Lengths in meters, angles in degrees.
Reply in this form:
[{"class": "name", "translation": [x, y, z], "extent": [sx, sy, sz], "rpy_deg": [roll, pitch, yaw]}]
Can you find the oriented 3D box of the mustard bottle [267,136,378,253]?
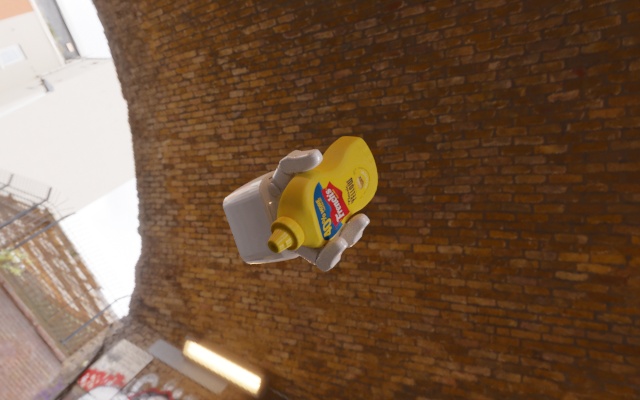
[{"class": "mustard bottle", "translation": [0.000, 0.002, 0.594], "extent": [0.058, 0.096, 0.191], "rpy_deg": [11, 39, 36]}]
